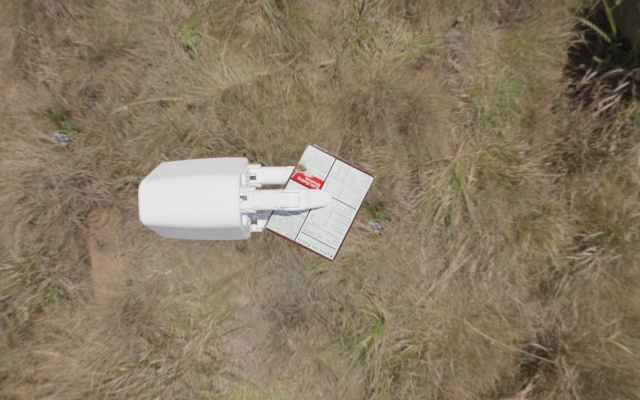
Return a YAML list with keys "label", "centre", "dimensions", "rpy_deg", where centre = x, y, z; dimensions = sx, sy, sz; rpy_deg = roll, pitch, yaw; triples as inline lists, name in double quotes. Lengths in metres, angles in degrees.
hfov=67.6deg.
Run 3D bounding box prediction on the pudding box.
- label: "pudding box"
  centre: [0.000, 0.002, 0.552]
  dimensions: [0.090, 0.113, 0.039]
  rpy_deg: [27, 2, -2]
